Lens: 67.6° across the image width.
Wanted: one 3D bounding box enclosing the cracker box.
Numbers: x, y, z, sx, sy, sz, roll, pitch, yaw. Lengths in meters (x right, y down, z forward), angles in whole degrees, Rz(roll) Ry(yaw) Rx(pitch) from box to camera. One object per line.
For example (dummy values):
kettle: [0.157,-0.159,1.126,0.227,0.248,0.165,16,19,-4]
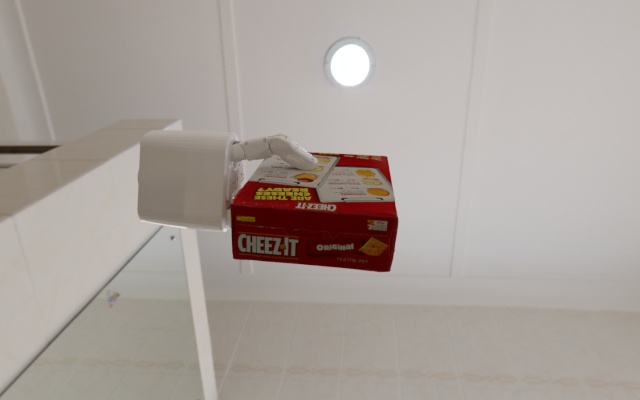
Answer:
cracker box: [0.000,0.002,0.563,0.164,0.072,0.213,4,21,4]
